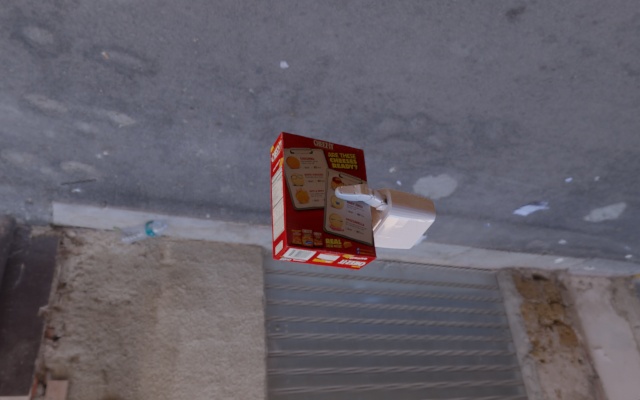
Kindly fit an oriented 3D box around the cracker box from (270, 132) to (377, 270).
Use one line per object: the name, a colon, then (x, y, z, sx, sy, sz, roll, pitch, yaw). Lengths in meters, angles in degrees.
cracker box: (0.000, 0.003, 0.817, 0.164, 0.213, 0.072, 10, -31, -25)
